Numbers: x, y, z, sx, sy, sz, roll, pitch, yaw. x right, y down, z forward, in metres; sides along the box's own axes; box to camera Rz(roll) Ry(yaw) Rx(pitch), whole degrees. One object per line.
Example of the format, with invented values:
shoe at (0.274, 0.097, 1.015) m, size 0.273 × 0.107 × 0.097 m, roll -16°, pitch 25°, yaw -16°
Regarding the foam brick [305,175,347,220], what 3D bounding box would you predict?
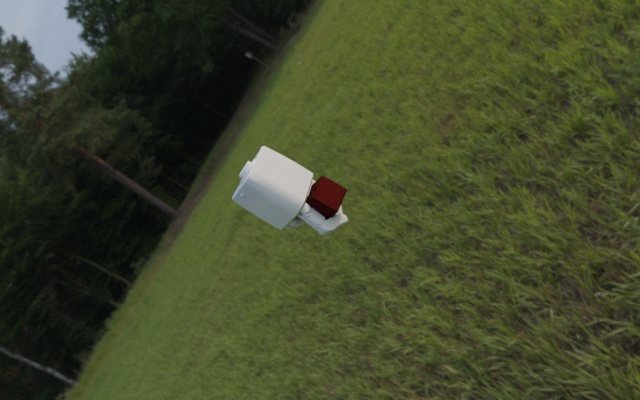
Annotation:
foam brick at (0.000, 0.003, 0.841) m, size 0.051 × 0.053 × 0.078 m, roll 31°, pitch -35°, yaw -12°
